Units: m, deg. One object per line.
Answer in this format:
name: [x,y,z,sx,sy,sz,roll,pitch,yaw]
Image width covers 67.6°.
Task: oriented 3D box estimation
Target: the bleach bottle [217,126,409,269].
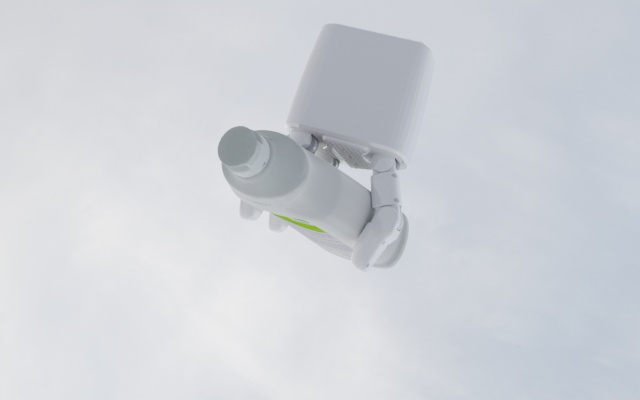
bleach bottle: [0.000,0.001,0.412,0.102,0.068,0.251,13,-11,25]
